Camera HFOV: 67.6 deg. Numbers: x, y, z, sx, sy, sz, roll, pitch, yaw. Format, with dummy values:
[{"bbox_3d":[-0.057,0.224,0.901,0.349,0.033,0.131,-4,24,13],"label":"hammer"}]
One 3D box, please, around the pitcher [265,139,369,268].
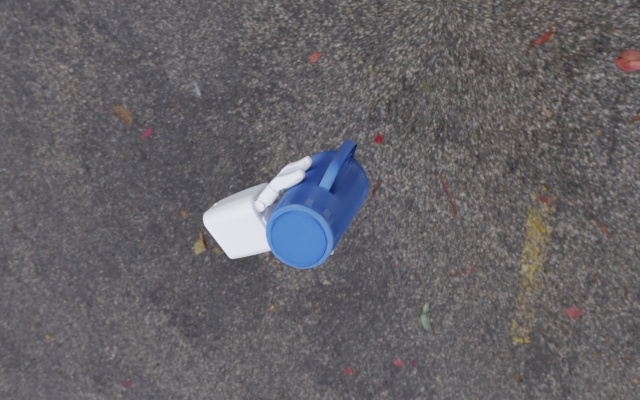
[{"bbox_3d":[0.000,0.003,0.807,0.145,0.149,0.242,-16,17,21],"label":"pitcher"}]
